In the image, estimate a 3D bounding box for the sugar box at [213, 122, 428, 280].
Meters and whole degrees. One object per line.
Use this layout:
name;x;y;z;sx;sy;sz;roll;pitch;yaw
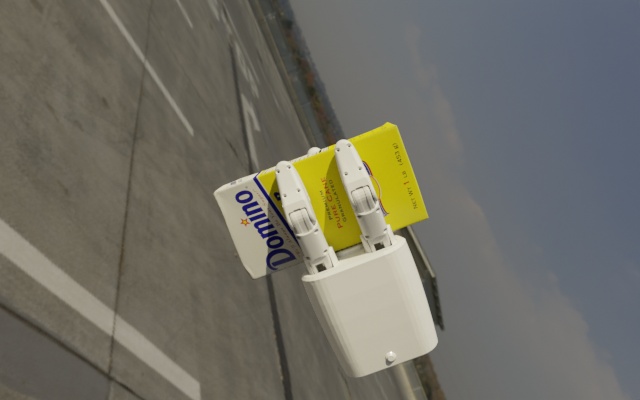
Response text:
sugar box;0.000;0.002;0.446;0.176;0.093;0.048;-21;10;3
